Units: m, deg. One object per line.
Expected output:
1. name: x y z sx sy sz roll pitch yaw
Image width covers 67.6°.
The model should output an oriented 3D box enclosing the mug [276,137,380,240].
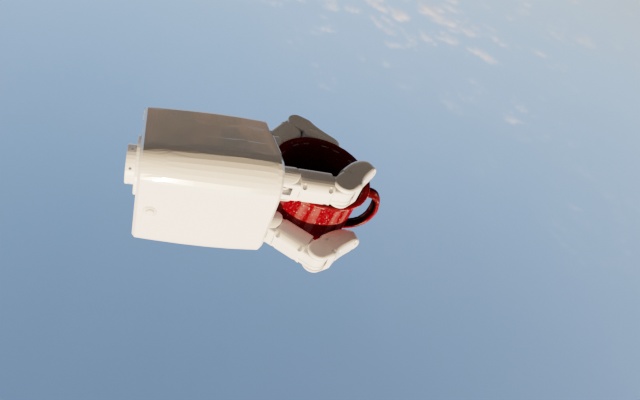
1. mug: 0.001 0.002 0.463 0.117 0.093 0.081 7 -44 -20
